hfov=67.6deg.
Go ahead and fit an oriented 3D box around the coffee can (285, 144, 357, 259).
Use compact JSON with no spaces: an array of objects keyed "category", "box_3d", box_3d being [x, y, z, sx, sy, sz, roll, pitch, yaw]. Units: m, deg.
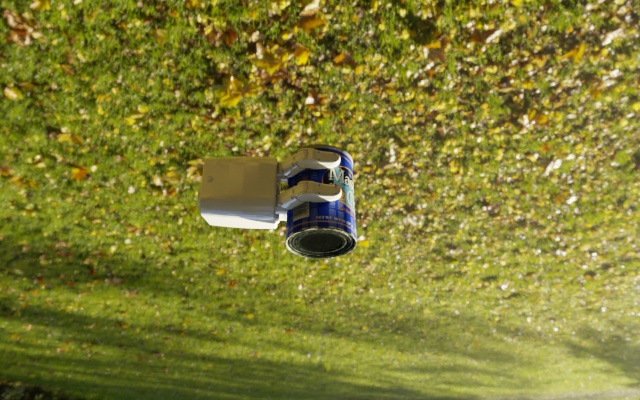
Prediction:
[{"category":"coffee can","box_3d":[0.000,0.002,0.713,0.103,0.140,0.103,-1,-30,0]}]
